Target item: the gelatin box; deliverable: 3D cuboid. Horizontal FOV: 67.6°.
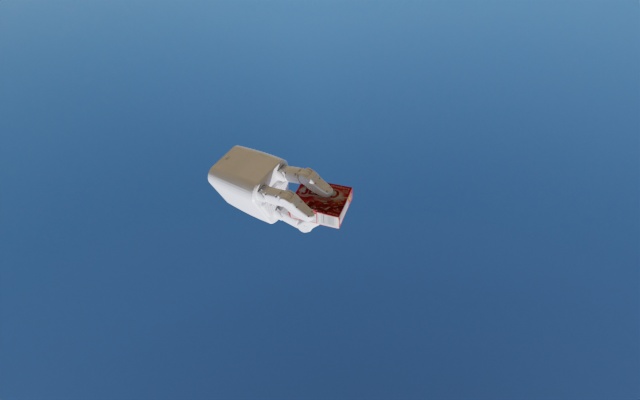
[{"bbox_3d":[0.000,0.003,0.784,0.089,0.030,0.073,12,46,16],"label":"gelatin box"}]
